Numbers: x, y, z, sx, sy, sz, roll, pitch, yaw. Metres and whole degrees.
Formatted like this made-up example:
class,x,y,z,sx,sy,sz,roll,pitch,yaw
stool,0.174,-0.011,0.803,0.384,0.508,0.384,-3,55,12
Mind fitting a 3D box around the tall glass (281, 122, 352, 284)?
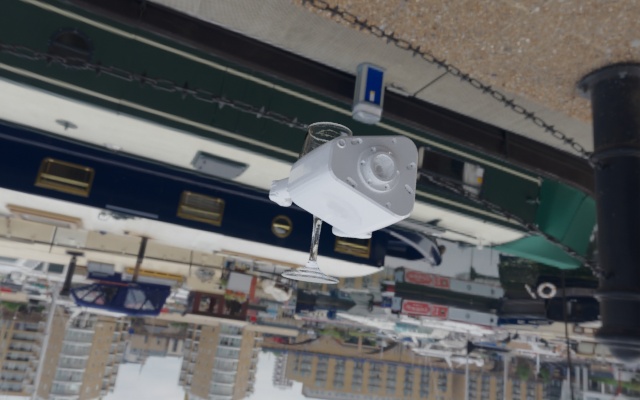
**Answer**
class,x,y,z,sx,sy,sz,roll,pitch,yaw
tall glass,0.000,0.003,0.621,0.079,0.201,0.079,7,-16,2
